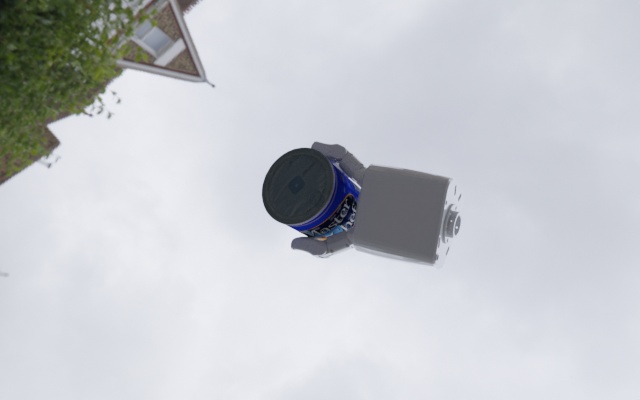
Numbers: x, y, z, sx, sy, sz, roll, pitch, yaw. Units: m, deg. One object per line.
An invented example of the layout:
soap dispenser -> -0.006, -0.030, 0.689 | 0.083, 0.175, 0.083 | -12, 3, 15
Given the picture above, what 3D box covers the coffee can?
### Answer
coffee can -> 0.000, 0.002, 0.654 | 0.103, 0.102, 0.140 | 0, -18, 28
